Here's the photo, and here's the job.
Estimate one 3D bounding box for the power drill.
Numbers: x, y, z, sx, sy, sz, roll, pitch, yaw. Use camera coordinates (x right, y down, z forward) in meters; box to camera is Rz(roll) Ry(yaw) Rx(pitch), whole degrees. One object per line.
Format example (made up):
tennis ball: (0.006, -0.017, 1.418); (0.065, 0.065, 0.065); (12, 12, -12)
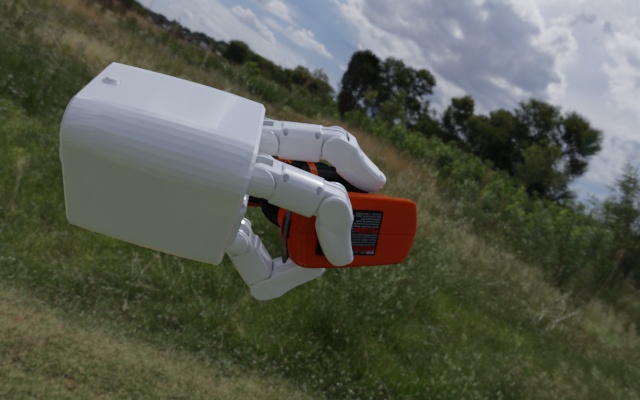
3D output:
power drill: (0.000, 0.001, 0.429); (0.184, 0.057, 0.187); (1, 13, -28)
